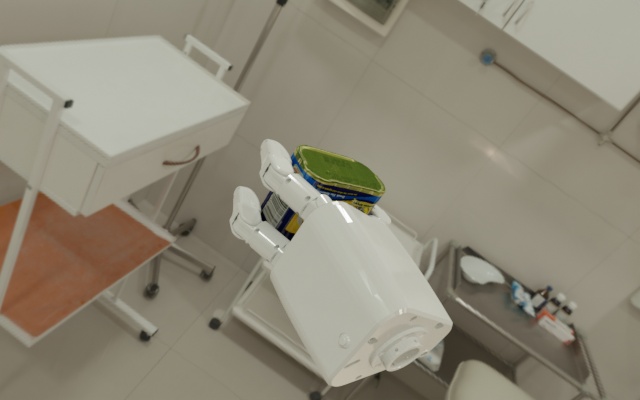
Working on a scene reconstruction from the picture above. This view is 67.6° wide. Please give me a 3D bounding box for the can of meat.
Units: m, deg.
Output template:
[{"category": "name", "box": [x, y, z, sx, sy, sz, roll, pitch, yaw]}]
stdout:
[{"category": "can of meat", "box": [0.000, 0.001, 0.454, 0.102, 0.084, 0.057, 11, 36, -39]}]
